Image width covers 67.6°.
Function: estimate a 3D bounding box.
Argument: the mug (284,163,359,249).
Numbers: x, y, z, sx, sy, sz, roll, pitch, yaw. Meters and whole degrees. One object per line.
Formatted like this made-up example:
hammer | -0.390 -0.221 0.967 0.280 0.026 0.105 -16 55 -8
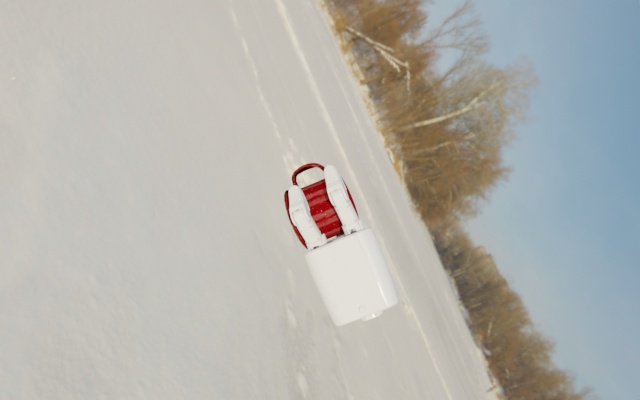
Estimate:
mug | 0.000 0.001 0.684 0.081 0.117 0.093 -23 -6 11
